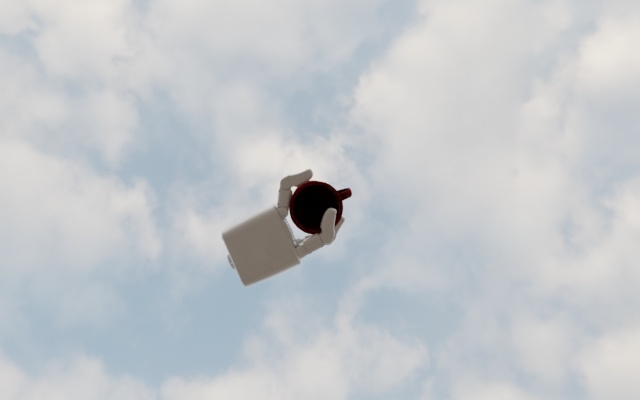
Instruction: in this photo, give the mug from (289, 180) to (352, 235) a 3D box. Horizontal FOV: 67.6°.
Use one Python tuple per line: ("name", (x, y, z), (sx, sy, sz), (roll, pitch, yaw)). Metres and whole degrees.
("mug", (0.001, 0.002, 0.853), (0.117, 0.093, 0.081), (-24, 10, -2))
